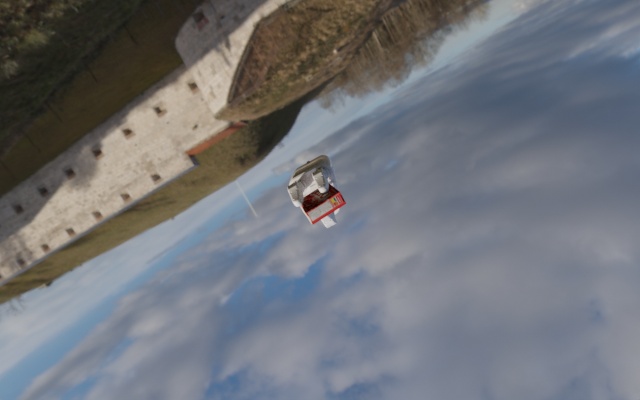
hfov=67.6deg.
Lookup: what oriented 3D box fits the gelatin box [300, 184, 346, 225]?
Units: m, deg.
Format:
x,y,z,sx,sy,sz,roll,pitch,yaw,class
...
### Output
x,y,z,sx,sy,sz,roll,pitch,yaw,class
0.000,0.003,0.892,0.073,0.030,0.089,-32,19,-4,gelatin box
